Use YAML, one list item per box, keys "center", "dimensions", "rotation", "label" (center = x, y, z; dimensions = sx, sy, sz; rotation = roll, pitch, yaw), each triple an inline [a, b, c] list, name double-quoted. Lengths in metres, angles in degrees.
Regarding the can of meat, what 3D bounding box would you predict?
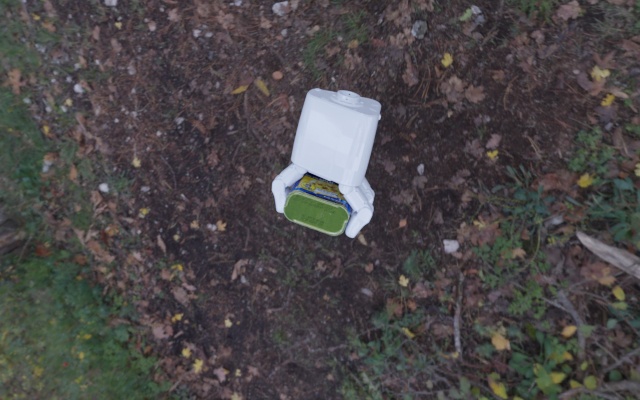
- center: [0.000, 0.003, 0.728]
  dimensions: [0.102, 0.057, 0.084]
  rotation: [19, 27, 2]
  label: "can of meat"
